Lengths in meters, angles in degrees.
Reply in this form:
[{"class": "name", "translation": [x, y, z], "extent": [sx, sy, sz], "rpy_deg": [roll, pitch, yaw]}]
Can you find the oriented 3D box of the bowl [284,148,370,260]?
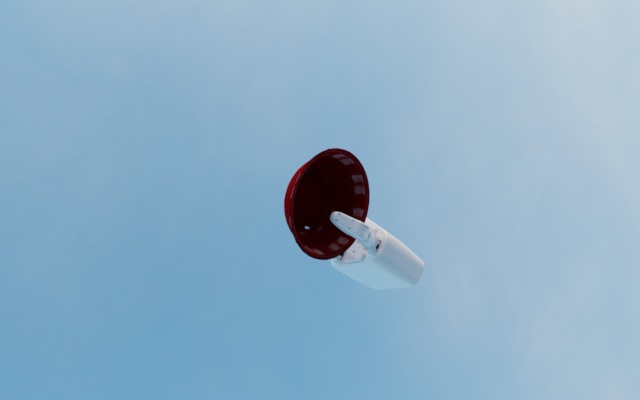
[{"class": "bowl", "translation": [-0.001, 0.001, 0.697], "extent": [0.162, 0.162, 0.055], "rpy_deg": [0, 9, -45]}]
